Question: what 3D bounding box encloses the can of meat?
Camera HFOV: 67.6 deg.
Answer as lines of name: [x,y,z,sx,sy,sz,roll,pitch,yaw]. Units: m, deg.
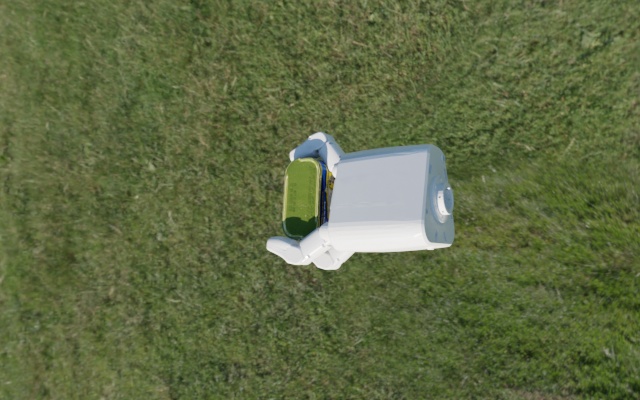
can of meat: [0.000,0.002,0.584,0.057,0.102,0.084,-2,-7,34]
